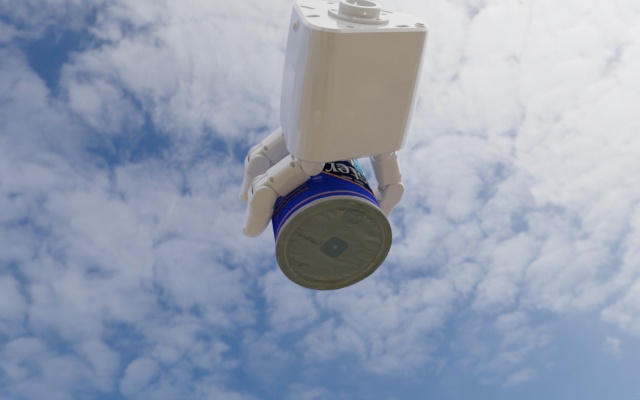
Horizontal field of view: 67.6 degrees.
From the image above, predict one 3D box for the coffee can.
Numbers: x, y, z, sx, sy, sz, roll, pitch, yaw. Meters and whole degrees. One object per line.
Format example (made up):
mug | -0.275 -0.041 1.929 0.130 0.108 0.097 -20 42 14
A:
coffee can | 0.000 0.002 0.465 0.103 0.103 0.140 0 35 -13
